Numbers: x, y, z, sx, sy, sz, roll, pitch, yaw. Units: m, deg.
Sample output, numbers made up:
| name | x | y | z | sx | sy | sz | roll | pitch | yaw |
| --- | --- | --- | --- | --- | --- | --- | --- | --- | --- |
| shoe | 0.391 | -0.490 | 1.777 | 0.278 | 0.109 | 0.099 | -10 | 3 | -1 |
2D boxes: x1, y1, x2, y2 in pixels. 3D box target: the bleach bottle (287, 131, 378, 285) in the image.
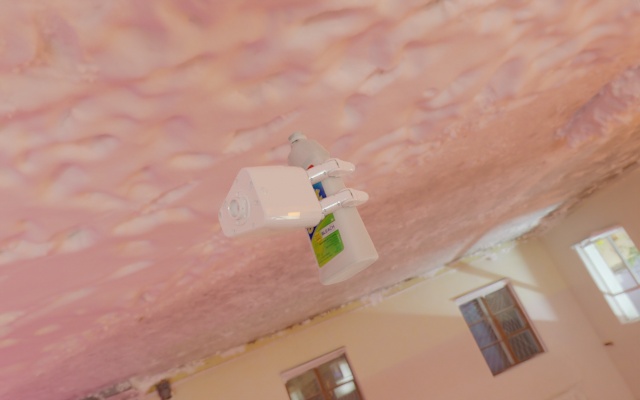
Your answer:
| name | x | y | z | sx | sy | sz | roll | pitch | yaw |
| --- | --- | --- | --- | --- | --- | --- | --- | --- | --- |
| bleach bottle | 0.000 | 0.003 | 0.779 | 0.068 | 0.250 | 0.103 | -3 | -29 | -46 |
